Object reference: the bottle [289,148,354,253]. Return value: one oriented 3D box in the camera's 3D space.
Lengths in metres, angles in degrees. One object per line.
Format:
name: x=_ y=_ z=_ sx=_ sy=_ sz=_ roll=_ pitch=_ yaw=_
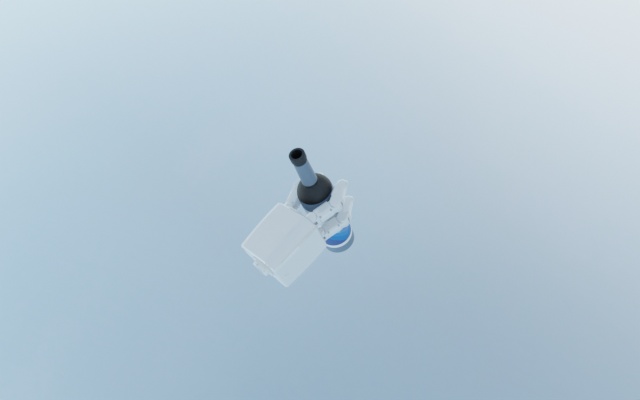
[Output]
bottle: x=0.000 y=0.003 z=0.882 sx=0.069 sy=0.069 sz=0.296 roll=0 pitch=-31 yaw=18
